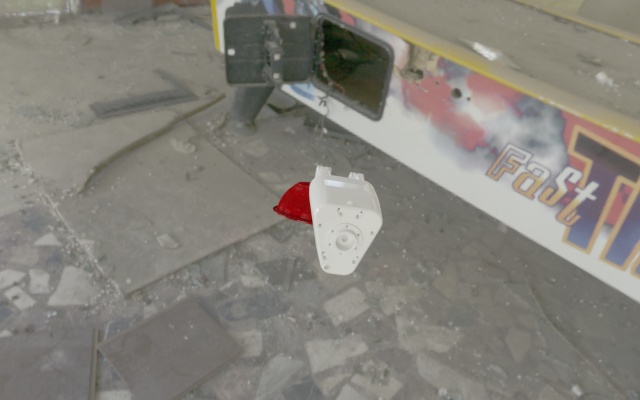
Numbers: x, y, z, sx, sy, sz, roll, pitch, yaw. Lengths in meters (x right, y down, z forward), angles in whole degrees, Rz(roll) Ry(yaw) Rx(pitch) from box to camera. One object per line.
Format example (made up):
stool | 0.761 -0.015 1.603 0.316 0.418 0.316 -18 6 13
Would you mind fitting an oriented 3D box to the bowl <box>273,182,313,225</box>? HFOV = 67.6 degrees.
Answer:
bowl | 0.000 0.002 0.839 0.162 0.055 0.162 10 8 -1
